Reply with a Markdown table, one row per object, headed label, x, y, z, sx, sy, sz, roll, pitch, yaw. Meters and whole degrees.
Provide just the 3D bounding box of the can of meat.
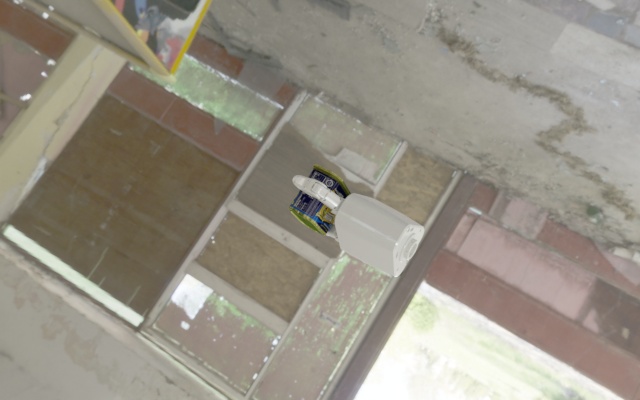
| label | x | y | z | sx | sy | sz | roll | pitch | yaw |
| --- | --- | --- | --- | --- | --- | --- | --- | --- | --- |
| can of meat | 0.000 | 0.003 | 0.777 | 0.057 | 0.084 | 0.102 | 28 | -10 | 24 |
